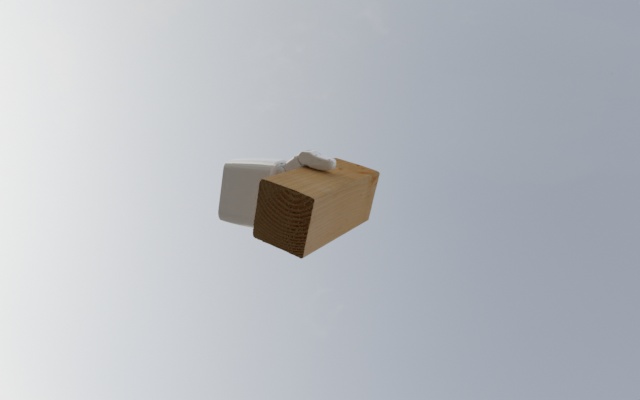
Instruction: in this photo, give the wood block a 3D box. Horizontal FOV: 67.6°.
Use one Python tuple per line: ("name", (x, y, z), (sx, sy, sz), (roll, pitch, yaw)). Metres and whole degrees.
("wood block", (0.000, 0.002, 0.724), (0.090, 0.091, 0.206), (21, 23, 25))
